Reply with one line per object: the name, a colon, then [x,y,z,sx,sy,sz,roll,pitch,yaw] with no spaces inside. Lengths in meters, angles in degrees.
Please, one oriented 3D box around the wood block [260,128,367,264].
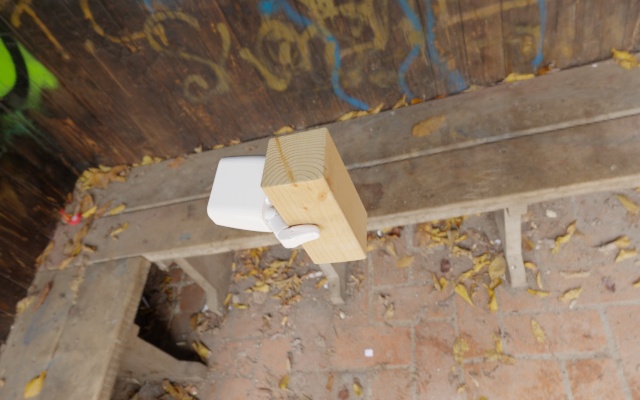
wood block: [0.000,0.003,0.708,0.090,0.090,0.206,-8,-38,19]
